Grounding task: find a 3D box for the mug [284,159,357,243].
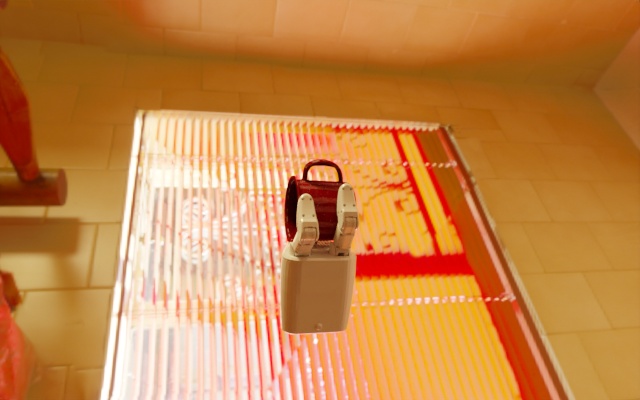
[{"bbox_3d":[0.000,0.001,0.647,0.081,0.117,0.093,2,12,-15],"label":"mug"}]
